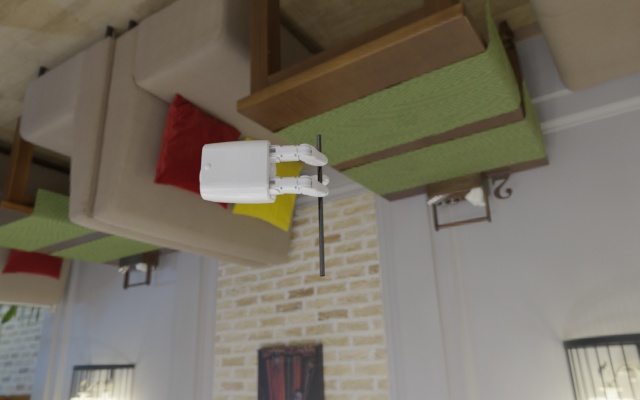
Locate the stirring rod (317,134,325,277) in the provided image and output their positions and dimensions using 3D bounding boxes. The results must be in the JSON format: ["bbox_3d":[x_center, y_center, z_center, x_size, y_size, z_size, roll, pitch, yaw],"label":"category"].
[{"bbox_3d":[0.000,0.002,0.771,0.011,0.239,0.011,-1,-20,0],"label":"stirring rod"}]
